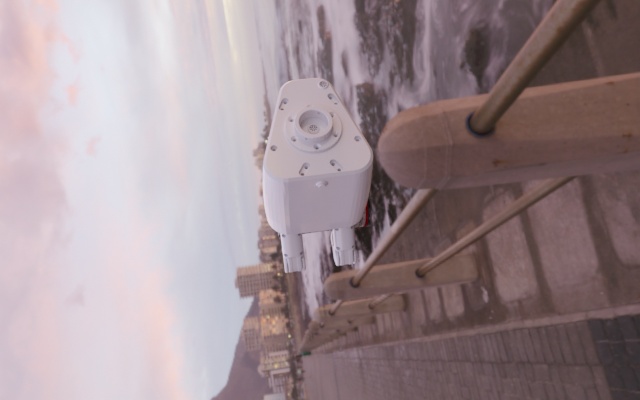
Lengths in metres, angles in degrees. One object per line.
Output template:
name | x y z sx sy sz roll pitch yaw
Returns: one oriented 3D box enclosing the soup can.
soup can | 0.000 0.002 0.530 0.102 0.068 0.068 -7 1 -6
